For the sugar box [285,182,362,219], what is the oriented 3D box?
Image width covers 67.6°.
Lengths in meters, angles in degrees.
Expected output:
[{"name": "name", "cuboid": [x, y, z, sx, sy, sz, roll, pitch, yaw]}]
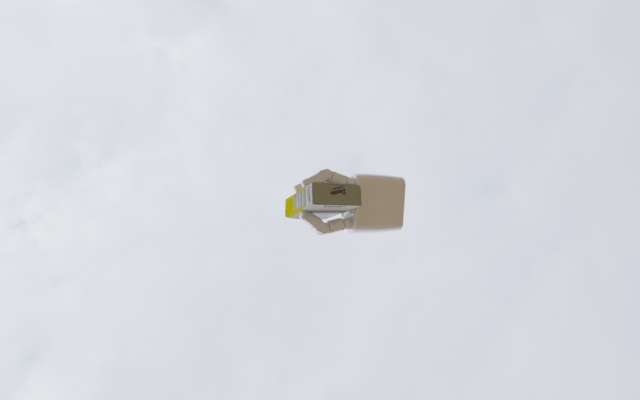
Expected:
[{"name": "sugar box", "cuboid": [0.000, 0.002, 0.896, 0.093, 0.048, 0.176, 2, -12, -20]}]
